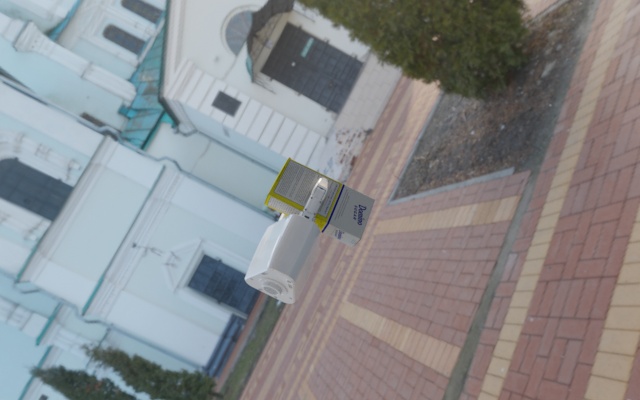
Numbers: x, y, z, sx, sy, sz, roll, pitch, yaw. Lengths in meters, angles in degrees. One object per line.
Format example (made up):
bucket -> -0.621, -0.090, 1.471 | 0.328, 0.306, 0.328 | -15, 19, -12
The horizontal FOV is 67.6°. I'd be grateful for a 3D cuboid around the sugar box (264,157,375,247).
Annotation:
sugar box -> 0.000, 0.003, 0.843 | 0.176, 0.093, 0.048 | 28, -34, -5
